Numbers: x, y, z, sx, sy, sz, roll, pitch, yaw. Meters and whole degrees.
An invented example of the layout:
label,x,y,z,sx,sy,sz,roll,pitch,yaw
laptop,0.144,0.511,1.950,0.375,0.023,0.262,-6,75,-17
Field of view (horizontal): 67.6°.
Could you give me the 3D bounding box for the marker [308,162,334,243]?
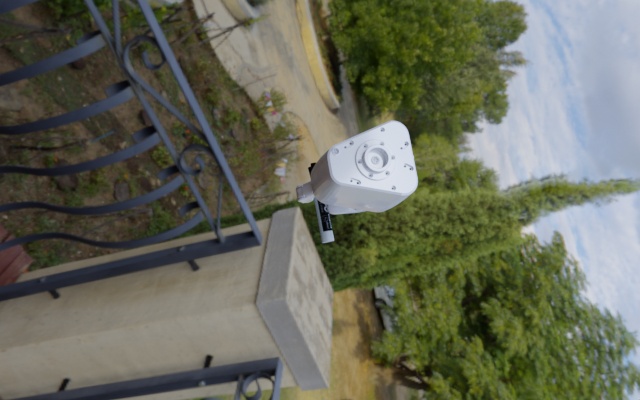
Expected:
label,x,y,z,sx,sy,sz,roll,pitch,yaw
marker,0.000,0.002,0.712,0.020,0.121,0.020,-10,-8,-1
